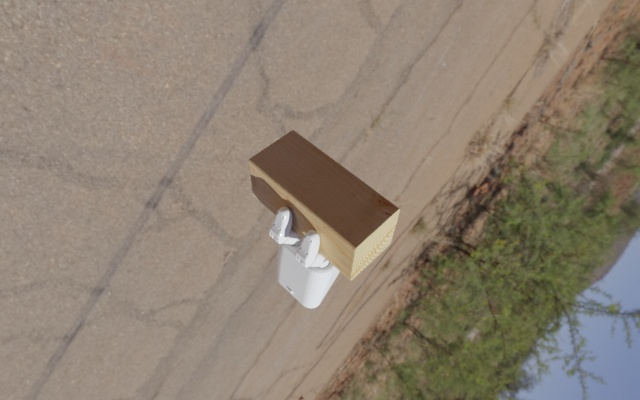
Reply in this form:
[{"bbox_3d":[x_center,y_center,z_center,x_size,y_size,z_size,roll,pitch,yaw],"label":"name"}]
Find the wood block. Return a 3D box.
[{"bbox_3d":[0.000,0.002,0.684,0.206,0.090,0.090,39,61,24],"label":"wood block"}]
